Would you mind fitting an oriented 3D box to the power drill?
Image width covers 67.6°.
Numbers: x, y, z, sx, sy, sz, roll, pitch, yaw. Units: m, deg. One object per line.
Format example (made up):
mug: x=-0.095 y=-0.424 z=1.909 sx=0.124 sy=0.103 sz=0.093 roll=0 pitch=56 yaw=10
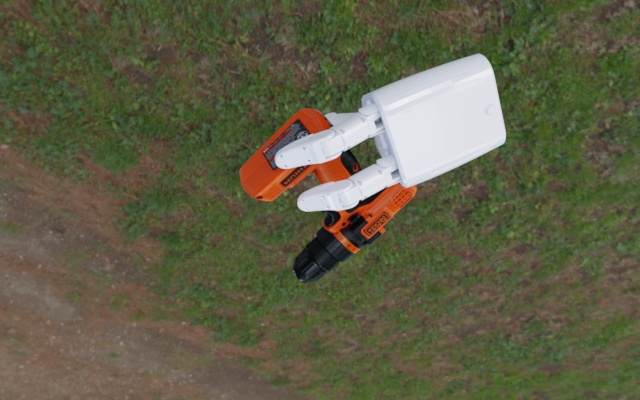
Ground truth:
power drill: x=0.000 y=0.001 z=0.528 sx=0.188 sy=0.184 sz=0.057 roll=38 pitch=10 yaw=-46
